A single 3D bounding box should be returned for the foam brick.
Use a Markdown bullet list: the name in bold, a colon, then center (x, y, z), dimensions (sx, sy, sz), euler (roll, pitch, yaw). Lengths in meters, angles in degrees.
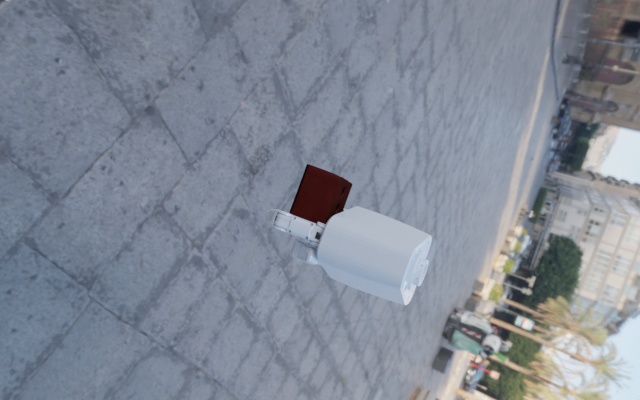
- **foam brick**: center (0.000, 0.002, 0.608), dimensions (0.051, 0.078, 0.053), euler (19, -2, 21)
